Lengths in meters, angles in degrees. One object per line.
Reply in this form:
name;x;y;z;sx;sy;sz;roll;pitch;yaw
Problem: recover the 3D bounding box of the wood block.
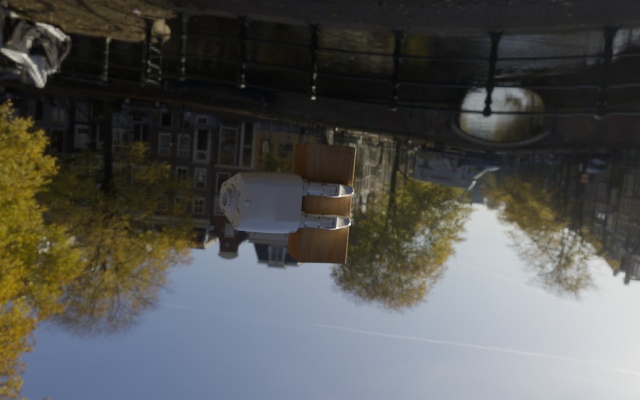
wood block;0.000;0.003;0.866;0.090;0.206;0.091;3;5;-19
